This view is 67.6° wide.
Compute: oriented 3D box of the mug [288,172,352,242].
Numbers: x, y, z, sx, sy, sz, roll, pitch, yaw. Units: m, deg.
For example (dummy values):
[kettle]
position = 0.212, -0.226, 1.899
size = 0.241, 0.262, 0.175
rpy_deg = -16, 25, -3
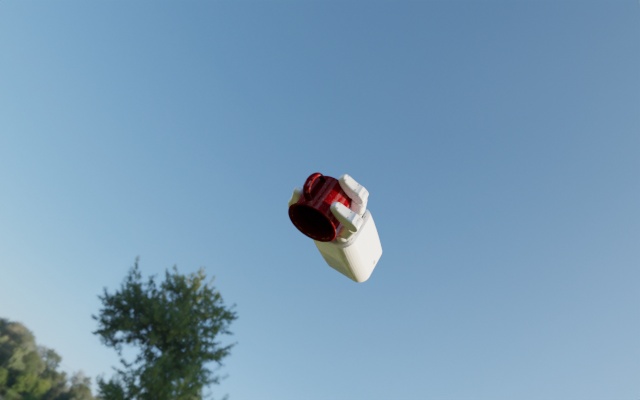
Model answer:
[mug]
position = 0.000, 0.001, 0.818
size = 0.093, 0.117, 0.081
rpy_deg = 8, 48, 34
